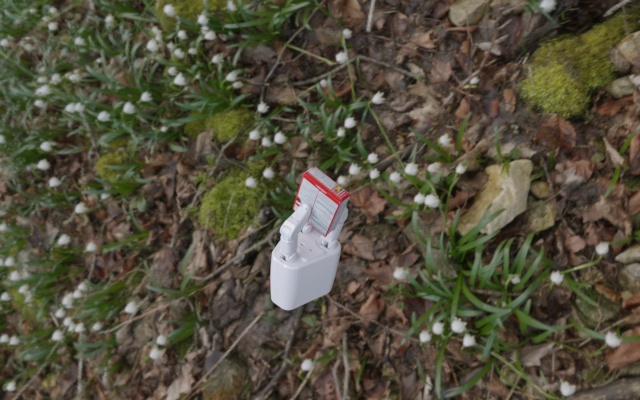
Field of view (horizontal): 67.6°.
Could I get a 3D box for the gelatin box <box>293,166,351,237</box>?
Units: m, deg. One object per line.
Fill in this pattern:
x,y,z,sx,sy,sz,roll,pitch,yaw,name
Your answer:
0.000,0.002,0.732,0.073,0.089,0.030,40,50,17,gelatin box
